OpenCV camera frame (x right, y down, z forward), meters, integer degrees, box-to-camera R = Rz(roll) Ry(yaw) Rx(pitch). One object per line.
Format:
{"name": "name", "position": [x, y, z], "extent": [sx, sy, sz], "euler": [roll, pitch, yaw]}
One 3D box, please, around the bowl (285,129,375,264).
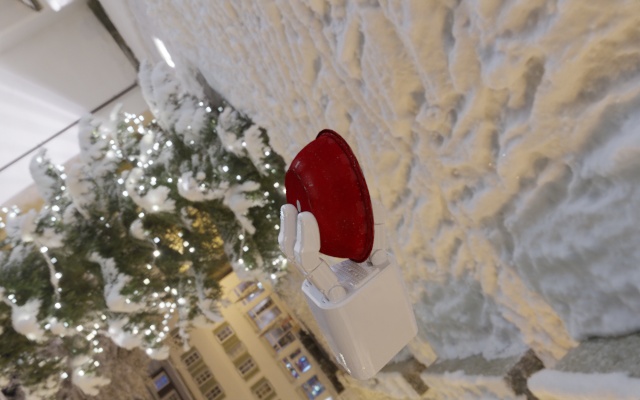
{"name": "bowl", "position": [-0.001, 0.001, 0.550], "extent": [0.055, 0.162, 0.162], "euler": [-15, 5, -19]}
